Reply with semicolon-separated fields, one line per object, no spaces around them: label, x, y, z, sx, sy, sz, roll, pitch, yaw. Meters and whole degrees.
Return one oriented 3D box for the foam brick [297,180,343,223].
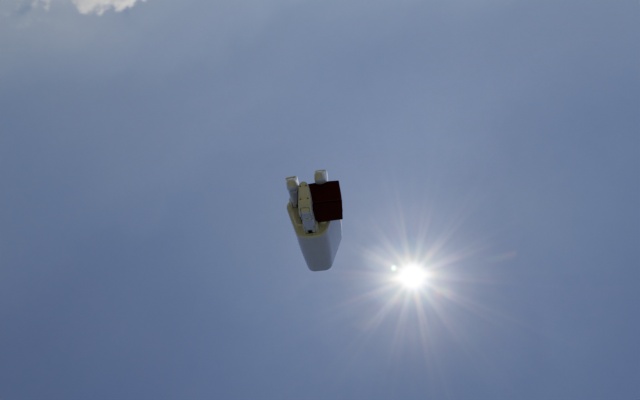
foam brick;0.000;0.003;0.860;0.078;0.053;0.051;-6;-45;6
